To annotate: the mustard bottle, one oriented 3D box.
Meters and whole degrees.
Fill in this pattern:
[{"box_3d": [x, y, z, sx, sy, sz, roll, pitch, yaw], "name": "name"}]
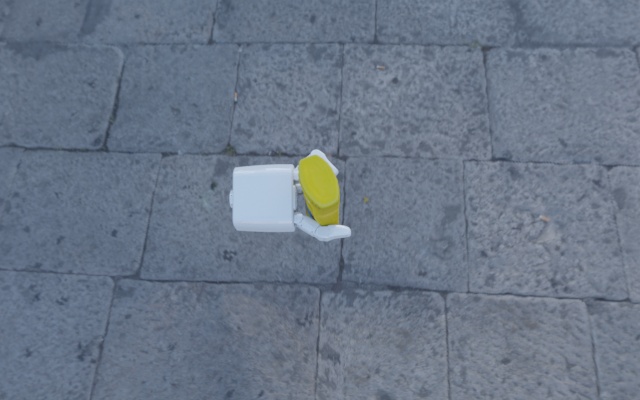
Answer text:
[{"box_3d": [0.000, 0.003, 0.839, 0.058, 0.096, 0.192, -24, -21, -7], "name": "mustard bottle"}]
